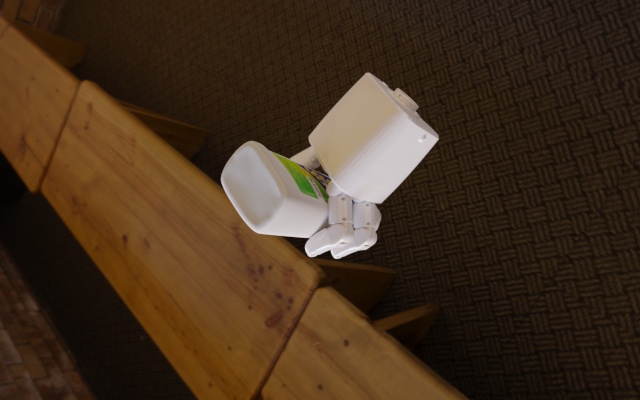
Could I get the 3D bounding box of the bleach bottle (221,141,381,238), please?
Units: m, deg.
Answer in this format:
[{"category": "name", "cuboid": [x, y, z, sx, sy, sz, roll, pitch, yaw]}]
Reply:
[{"category": "bleach bottle", "cuboid": [0.000, 0.002, 0.595, 0.068, 0.102, 0.251, -47, -30, 20]}]
